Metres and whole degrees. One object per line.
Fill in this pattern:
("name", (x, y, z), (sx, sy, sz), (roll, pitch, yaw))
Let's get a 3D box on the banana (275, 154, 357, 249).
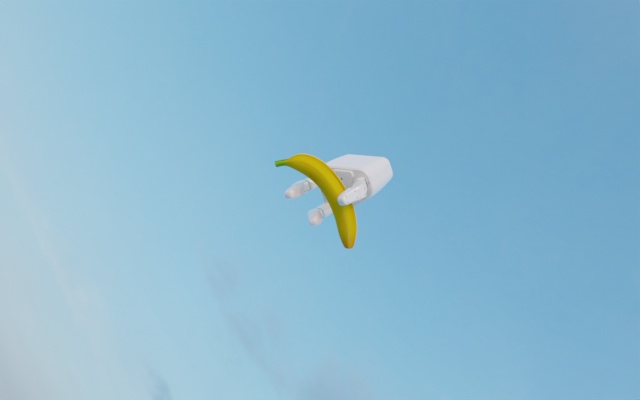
("banana", (0.011, -0.011, 0.809), (0.070, 0.198, 0.037), (-40, -1, 24))
